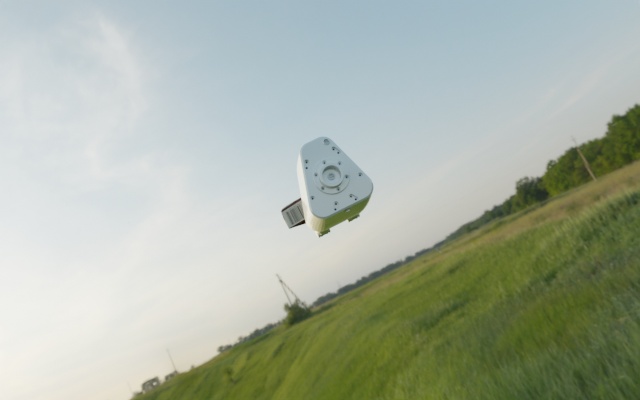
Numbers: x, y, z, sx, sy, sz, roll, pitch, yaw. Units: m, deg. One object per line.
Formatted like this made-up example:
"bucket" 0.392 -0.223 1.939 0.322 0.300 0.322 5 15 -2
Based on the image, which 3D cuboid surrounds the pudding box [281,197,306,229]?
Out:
"pudding box" 0.000 0.003 0.812 0.113 0.039 0.090 -29 -7 21
